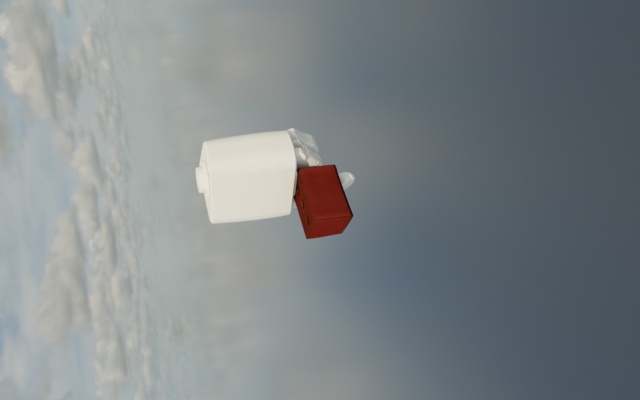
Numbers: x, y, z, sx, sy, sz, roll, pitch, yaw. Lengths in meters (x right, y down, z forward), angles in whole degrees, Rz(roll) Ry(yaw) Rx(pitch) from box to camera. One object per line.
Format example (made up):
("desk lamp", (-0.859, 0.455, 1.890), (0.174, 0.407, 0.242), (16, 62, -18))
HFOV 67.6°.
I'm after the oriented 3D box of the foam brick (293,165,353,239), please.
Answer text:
("foam brick", (0.000, 0.002, 0.605), (0.051, 0.078, 0.053), (-8, -28, -20))
